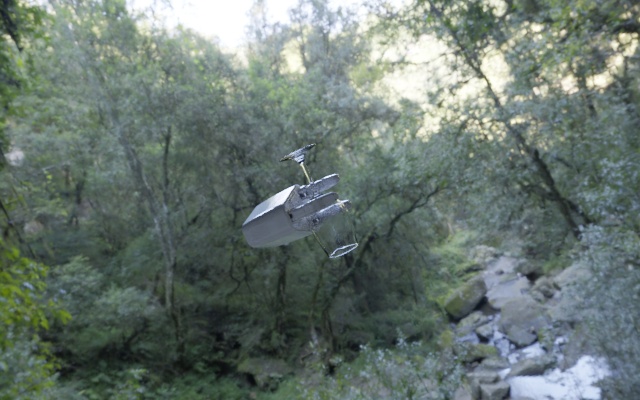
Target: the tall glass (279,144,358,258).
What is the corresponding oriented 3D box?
[{"bbox_3d":[0.000,0.002,0.874,0.079,0.201,0.079,-25,2,1],"label":"tall glass"}]
